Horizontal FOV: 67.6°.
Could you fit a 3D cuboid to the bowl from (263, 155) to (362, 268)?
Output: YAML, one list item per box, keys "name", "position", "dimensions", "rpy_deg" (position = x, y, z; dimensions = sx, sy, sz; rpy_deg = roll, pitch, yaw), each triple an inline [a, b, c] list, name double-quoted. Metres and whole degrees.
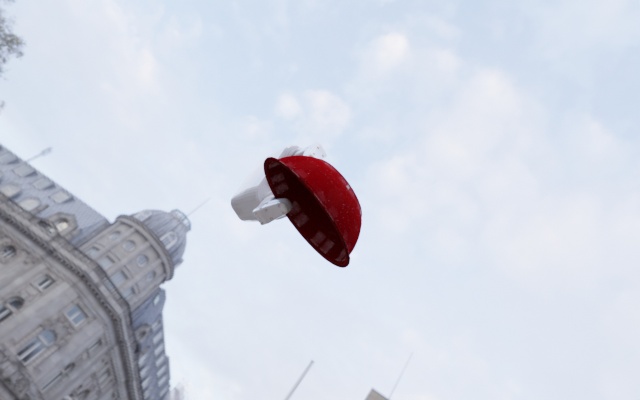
- name: "bowl"
  position: [0.001, 0.002, 0.581]
  dimensions: [0.055, 0.162, 0.162]
  rpy_deg: [-36, 12, -17]
